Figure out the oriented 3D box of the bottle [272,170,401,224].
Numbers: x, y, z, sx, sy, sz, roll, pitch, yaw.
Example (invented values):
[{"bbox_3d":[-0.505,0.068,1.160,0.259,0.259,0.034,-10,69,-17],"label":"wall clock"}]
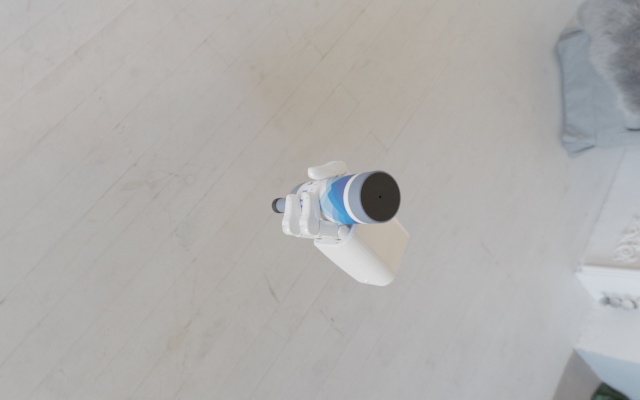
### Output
[{"bbox_3d":[0.000,0.002,0.719,0.069,0.069,0.296,0,-3,-31],"label":"bottle"}]
